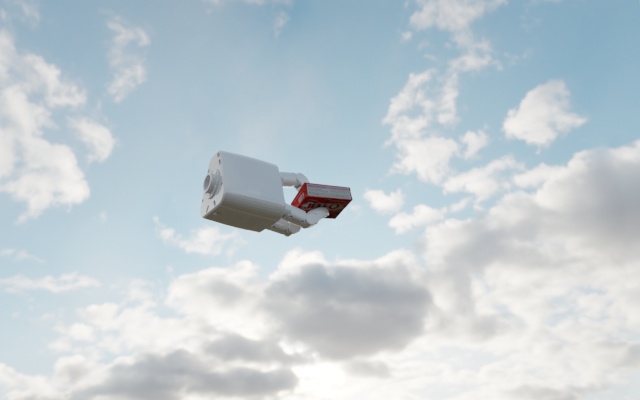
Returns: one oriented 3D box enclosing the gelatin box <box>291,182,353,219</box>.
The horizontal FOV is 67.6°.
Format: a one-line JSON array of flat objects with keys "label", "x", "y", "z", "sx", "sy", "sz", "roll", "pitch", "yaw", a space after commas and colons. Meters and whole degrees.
[{"label": "gelatin box", "x": 0.000, "y": 0.002, "z": 0.833, "sx": 0.089, "sy": 0.030, "sz": 0.073, "roll": 5, "pitch": -31, "yaw": -24}]
